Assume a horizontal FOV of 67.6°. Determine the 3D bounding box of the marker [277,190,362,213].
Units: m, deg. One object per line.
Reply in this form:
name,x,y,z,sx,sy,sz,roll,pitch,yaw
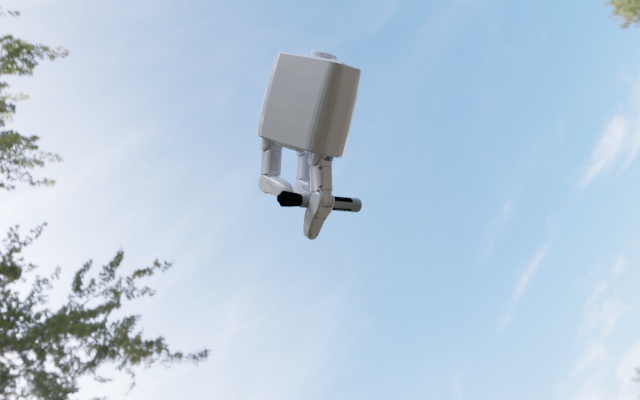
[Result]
marker,0.000,0.002,0.576,0.121,0.020,0.020,5,-3,-38
